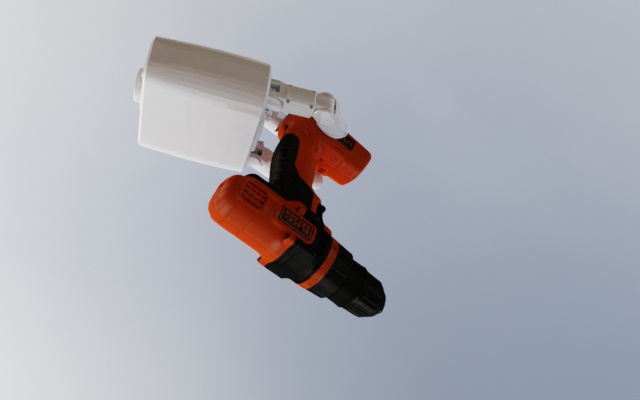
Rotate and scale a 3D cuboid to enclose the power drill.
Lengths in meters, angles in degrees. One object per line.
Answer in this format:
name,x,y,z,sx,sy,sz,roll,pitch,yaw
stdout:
power drill,0.000,0.001,0.464,0.184,0.187,0.057,39,-52,-18
